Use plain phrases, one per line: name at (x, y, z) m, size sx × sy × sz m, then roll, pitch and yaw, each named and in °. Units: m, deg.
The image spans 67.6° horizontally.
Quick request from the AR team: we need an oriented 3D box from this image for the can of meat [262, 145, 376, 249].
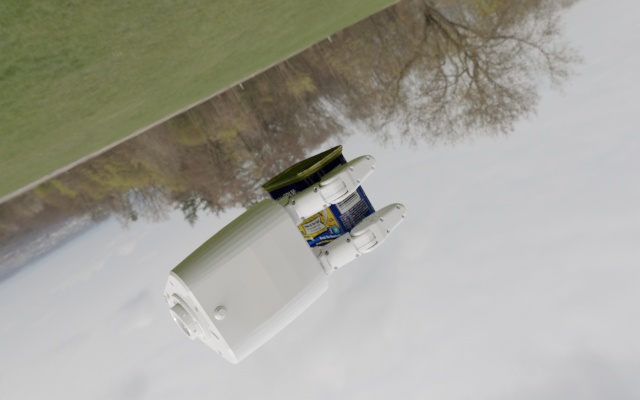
can of meat at (0.000, 0.002, 0.478) m, size 0.057 × 0.084 × 0.102 m, roll -38°, pitch 13°, yaw -33°
